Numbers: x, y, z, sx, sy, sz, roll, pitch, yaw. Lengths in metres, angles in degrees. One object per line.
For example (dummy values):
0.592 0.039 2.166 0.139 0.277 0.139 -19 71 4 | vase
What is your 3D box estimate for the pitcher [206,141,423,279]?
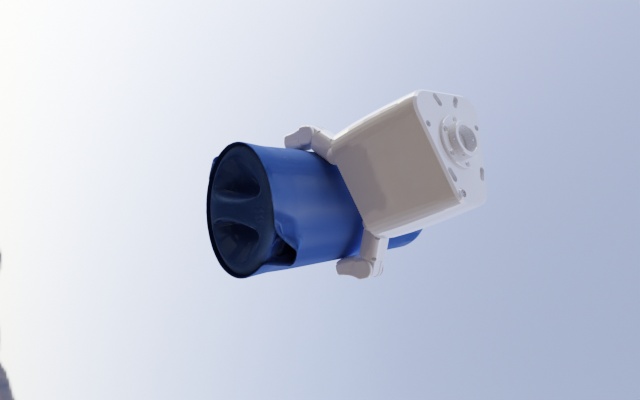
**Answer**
0.000 0.002 0.542 0.243 0.149 0.145 -1 -15 -39 | pitcher
